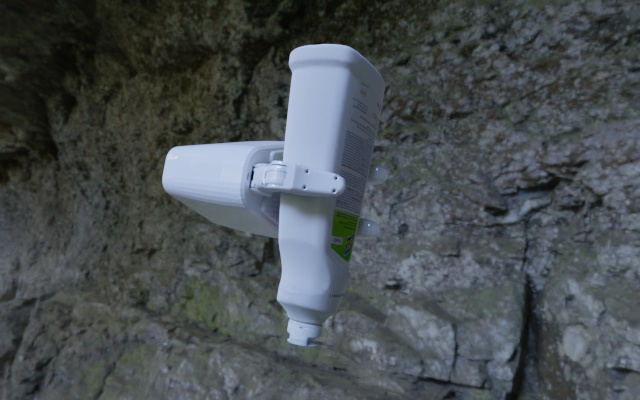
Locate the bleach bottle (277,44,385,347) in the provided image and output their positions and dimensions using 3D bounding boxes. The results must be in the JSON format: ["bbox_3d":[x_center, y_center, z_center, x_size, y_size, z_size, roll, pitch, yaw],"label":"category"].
[{"bbox_3d":[0.000,0.001,0.425,0.068,0.251,0.102,7,-5,30],"label":"bleach bottle"}]
